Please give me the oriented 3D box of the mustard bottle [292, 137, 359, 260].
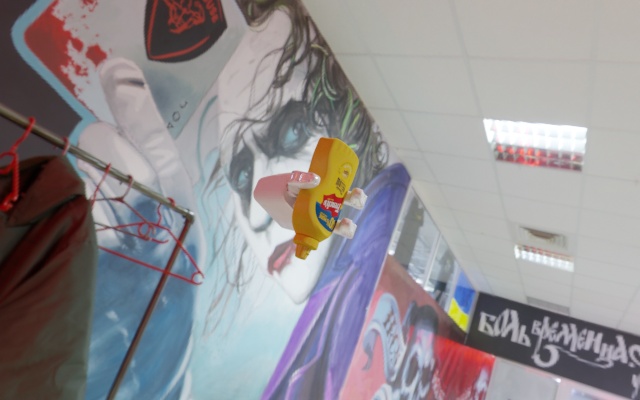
[{"bbox_3d":[0.000,0.002,0.760,0.058,0.191,0.096,12,-17,30],"label":"mustard bottle"}]
